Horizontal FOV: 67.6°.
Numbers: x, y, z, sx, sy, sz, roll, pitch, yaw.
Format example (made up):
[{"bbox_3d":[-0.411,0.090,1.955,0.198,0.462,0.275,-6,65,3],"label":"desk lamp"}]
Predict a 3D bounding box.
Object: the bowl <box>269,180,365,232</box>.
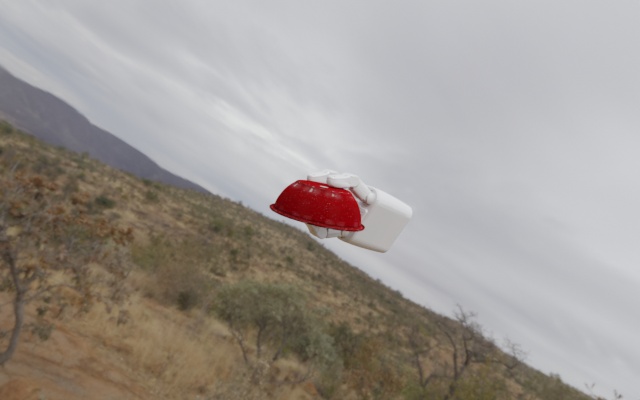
[{"bbox_3d":[-0.001,0.002,0.783,0.162,0.055,0.162,13,8,-2],"label":"bowl"}]
